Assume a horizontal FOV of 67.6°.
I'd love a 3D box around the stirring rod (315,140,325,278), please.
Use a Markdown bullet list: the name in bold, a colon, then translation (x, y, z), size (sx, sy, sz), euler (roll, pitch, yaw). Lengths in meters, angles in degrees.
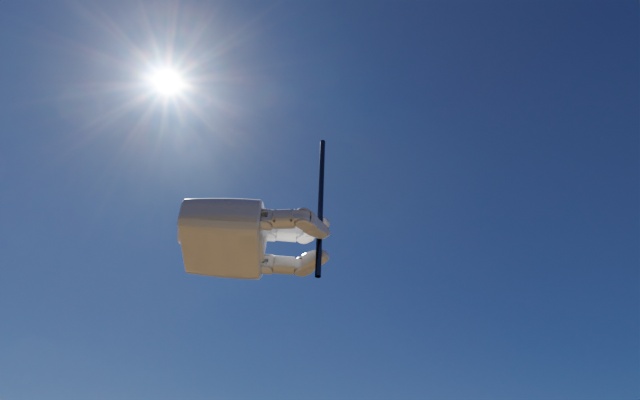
- **stirring rod**: translation (0.000, 0.002, 0.688), size (0.011, 0.239, 0.011), euler (1, -37, 1)
